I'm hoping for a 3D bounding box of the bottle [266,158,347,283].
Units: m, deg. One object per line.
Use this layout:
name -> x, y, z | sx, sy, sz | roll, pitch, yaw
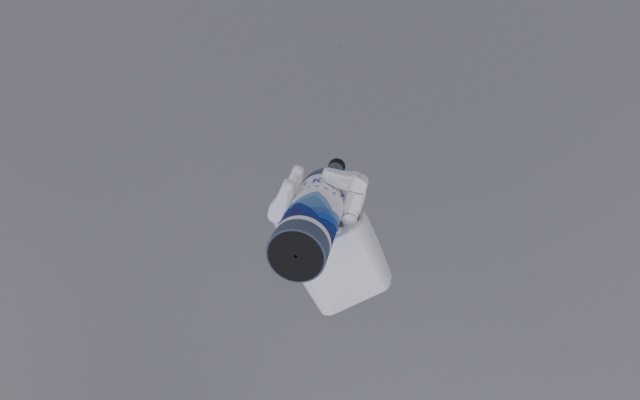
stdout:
bottle -> 0.000, 0.002, 0.639 | 0.069, 0.069, 0.295 | 0, 23, 11
